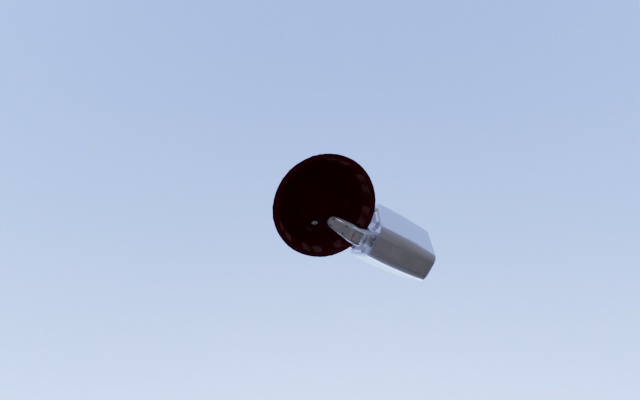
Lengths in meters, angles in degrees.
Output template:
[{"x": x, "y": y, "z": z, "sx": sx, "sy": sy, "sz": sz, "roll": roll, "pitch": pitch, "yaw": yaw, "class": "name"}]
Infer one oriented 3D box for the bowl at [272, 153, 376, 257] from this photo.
[{"x": -0.001, "y": 0.001, "z": 0.732, "sx": 0.162, "sy": 0.162, "sz": 0.055, "roll": 0, "pitch": 17, "yaw": -19, "class": "bowl"}]
